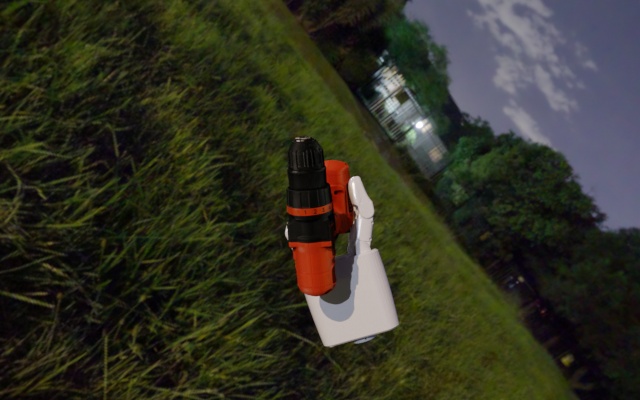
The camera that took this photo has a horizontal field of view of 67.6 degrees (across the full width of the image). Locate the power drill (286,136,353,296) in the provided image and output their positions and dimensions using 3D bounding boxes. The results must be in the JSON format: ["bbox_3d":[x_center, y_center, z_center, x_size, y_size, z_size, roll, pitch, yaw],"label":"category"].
[{"bbox_3d":[0.000,0.002,0.602,0.057,0.184,0.187,0,15,12],"label":"power drill"}]
